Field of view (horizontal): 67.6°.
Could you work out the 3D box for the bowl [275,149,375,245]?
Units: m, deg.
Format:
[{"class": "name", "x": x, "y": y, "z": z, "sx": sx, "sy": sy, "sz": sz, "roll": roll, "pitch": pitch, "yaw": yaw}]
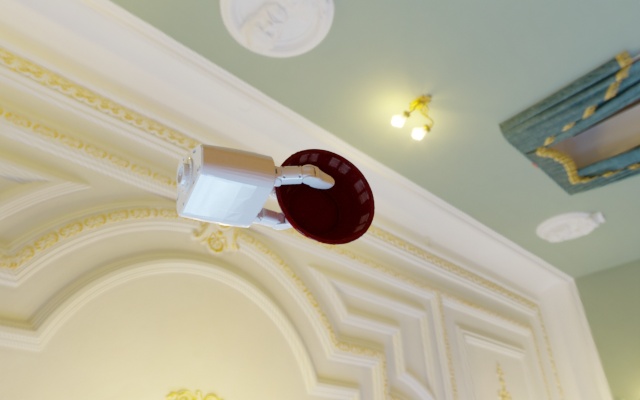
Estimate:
[{"class": "bowl", "x": 0.001, "y": 0.003, "z": 0.732, "sx": 0.162, "sy": 0.162, "sz": 0.055, "roll": 0, "pitch": -27, "yaw": -24}]
